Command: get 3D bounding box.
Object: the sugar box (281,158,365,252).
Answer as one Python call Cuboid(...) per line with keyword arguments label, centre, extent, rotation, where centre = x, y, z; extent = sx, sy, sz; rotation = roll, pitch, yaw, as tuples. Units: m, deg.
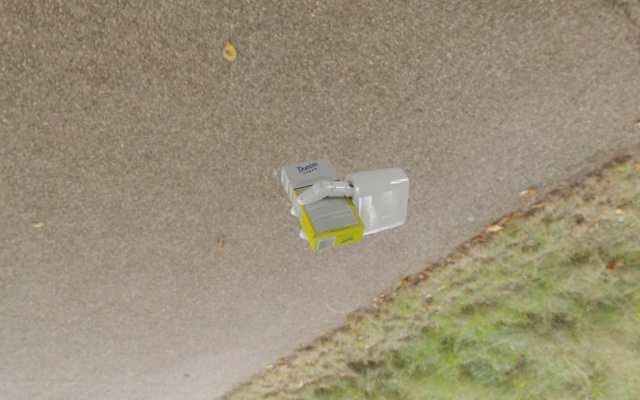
Cuboid(label="sugar box", centre=(0.000, 0.003, 0.856), extent=(0.093, 0.048, 0.176), rotation=(-11, 49, -19))
